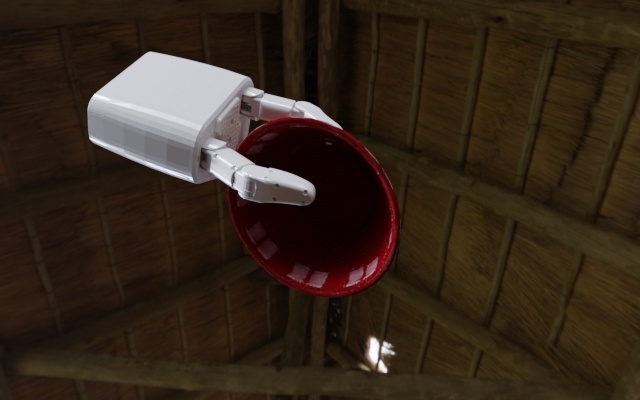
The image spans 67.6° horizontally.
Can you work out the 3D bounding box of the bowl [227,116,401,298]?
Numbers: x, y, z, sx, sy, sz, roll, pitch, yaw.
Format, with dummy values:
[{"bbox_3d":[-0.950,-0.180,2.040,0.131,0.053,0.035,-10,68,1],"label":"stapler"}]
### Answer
[{"bbox_3d":[0.001,0.002,0.416,0.162,0.162,0.055,0,21,29],"label":"bowl"}]
